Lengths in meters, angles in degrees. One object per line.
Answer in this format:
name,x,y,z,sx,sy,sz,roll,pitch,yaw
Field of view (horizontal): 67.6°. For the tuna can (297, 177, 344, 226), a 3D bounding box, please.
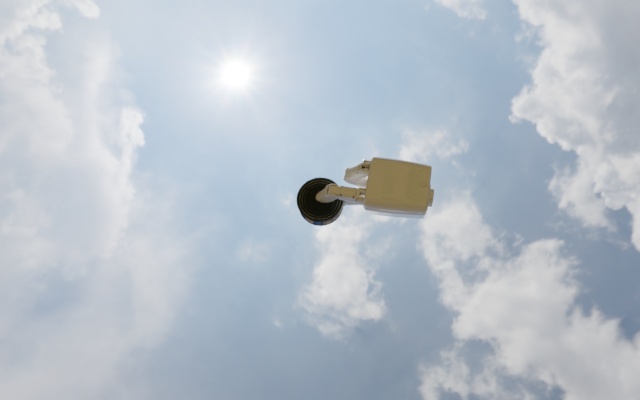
tuna can,0.000,0.003,0.882,0.086,0.086,0.034,0,-20,5
